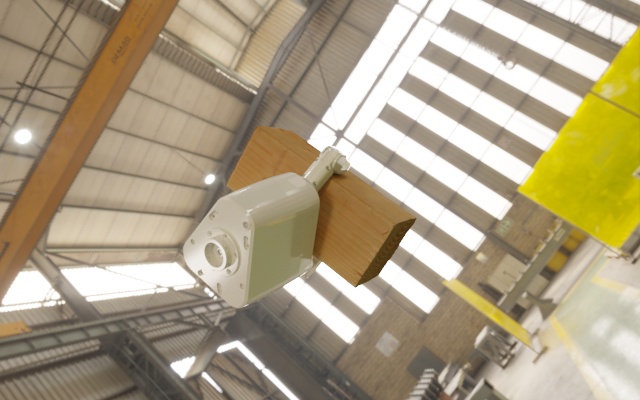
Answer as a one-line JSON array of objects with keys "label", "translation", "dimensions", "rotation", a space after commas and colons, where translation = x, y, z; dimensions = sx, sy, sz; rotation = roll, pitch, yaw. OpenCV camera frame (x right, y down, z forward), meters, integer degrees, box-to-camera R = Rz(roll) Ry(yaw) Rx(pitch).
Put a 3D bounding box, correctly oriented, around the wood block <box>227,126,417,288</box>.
[{"label": "wood block", "translation": [0.000, 0.002, 0.585], "dimensions": [0.206, 0.091, 0.090], "rotation": [37, 17, 20]}]
